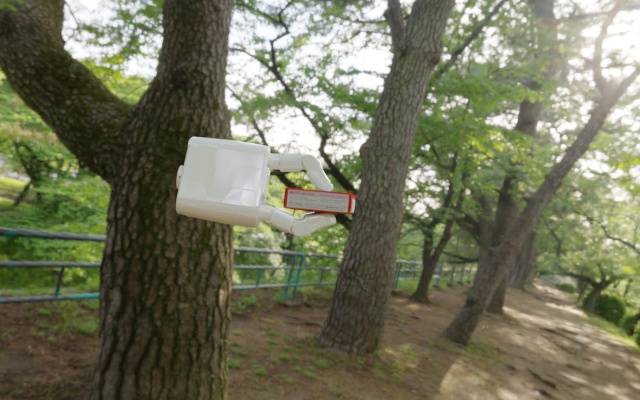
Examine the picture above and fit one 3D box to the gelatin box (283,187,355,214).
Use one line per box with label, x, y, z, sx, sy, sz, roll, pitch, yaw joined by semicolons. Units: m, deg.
gelatin box;0.000;0.002;0.648;0.089;0.030;0.073;4;-1;8
